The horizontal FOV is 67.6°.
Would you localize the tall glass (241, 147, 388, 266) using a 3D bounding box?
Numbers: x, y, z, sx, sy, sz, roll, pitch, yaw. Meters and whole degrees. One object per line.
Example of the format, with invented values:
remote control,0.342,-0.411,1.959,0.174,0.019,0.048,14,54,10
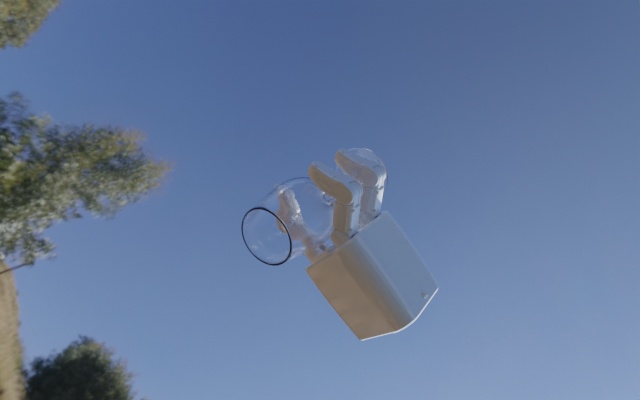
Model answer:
tall glass,0.000,0.001,0.538,0.079,0.079,0.201,0,20,35
